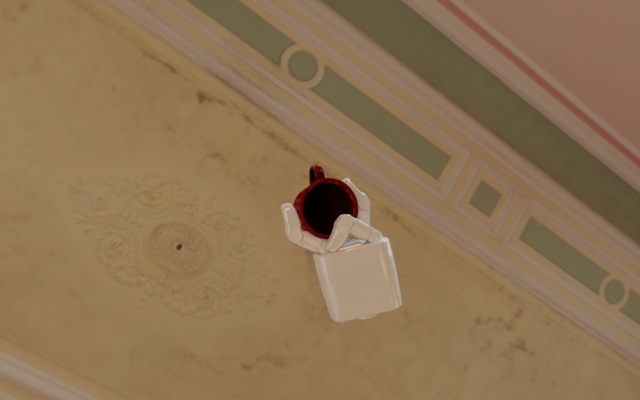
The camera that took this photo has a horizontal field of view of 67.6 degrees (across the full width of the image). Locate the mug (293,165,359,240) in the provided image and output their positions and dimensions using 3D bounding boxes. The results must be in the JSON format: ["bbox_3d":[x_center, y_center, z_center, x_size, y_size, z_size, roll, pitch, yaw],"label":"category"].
[{"bbox_3d":[0.000,0.001,0.753,0.093,0.117,0.081,-14,1,-16],"label":"mug"}]
